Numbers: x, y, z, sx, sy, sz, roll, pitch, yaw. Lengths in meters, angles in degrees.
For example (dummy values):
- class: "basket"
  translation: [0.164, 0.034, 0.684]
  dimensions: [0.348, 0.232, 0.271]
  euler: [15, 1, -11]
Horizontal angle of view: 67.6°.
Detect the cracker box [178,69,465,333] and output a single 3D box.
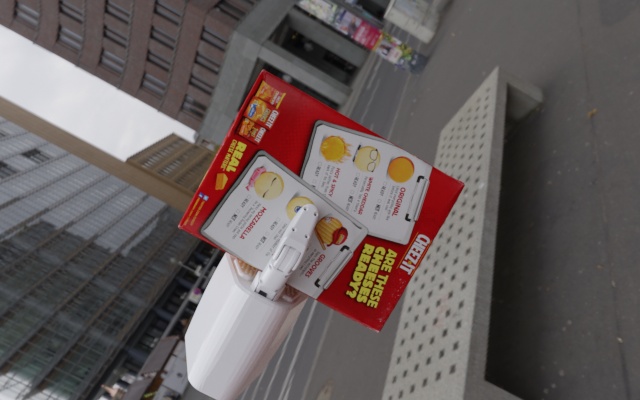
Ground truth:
- class: "cracker box"
  translation: [0.000, 0.001, 0.464]
  dimensions: [0.214, 0.164, 0.072]
  euler: [29, 5, -6]
